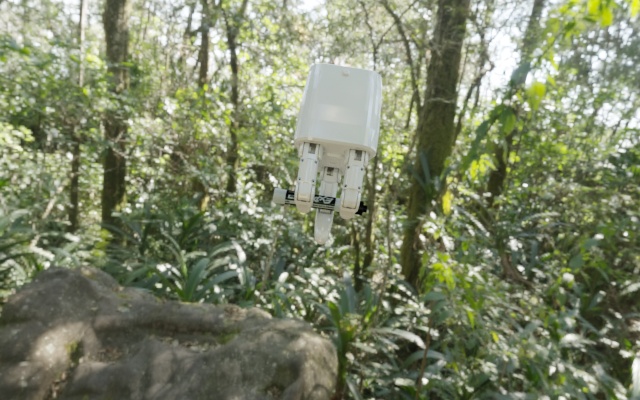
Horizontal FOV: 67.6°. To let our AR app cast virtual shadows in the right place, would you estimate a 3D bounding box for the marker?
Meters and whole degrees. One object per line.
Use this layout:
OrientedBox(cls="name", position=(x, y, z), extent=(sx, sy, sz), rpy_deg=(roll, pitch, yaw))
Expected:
OrientedBox(cls="marker", position=(0.000, 0.002, 0.614), extent=(0.121, 0.020, 0.020), rpy_deg=(8, 0, 0))
